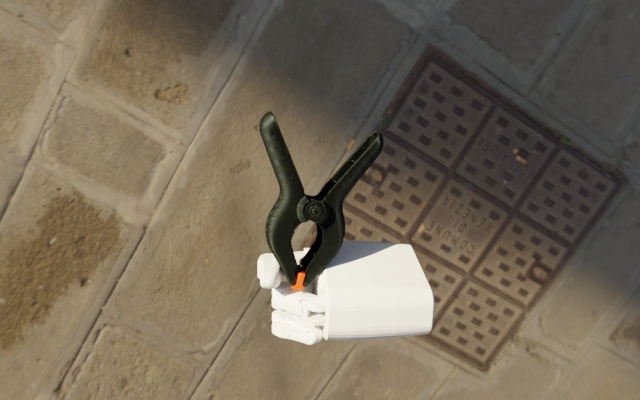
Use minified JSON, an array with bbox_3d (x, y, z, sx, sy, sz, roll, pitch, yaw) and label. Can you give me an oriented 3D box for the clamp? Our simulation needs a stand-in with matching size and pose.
[{"bbox_3d":[0.000,0.002,0.464,0.120,0.171,0.039,1,14,-8],"label":"clamp"}]
